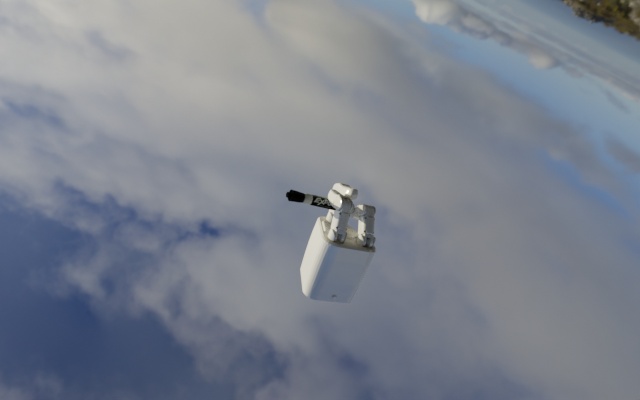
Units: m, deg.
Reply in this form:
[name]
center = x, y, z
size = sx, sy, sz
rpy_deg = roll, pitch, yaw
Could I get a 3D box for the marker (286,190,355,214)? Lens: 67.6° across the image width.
[marker]
center = 0.000, 0.002, 0.776
size = 0.121, 0.020, 0.020
rpy_deg = 13, -6, -26
